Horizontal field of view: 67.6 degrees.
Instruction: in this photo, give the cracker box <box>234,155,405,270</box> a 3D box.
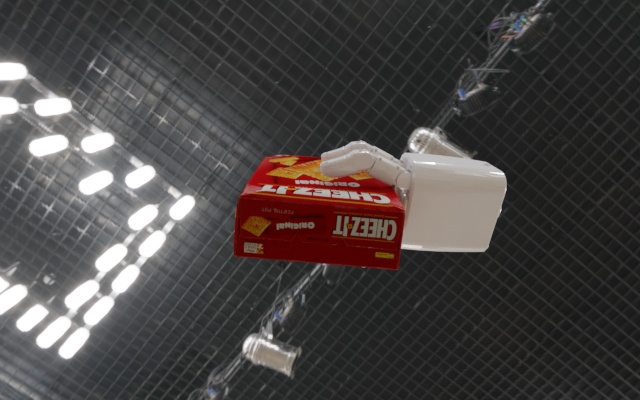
[{"bbox_3d":[0.000,0.002,0.558,0.164,0.072,0.213,4,15,-1],"label":"cracker box"}]
